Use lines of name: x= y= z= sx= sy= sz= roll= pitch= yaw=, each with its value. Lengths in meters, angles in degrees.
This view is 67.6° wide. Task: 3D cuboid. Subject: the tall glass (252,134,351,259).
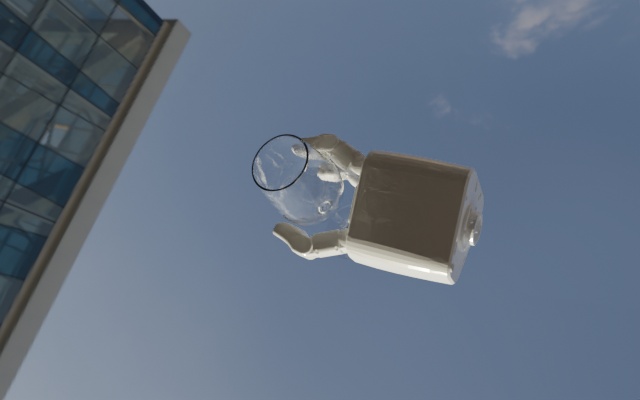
tall glass: x=0.000 y=0.002 z=0.539 sx=0.079 sy=0.079 sz=0.201 roll=0 pitch=-23 yaw=26
